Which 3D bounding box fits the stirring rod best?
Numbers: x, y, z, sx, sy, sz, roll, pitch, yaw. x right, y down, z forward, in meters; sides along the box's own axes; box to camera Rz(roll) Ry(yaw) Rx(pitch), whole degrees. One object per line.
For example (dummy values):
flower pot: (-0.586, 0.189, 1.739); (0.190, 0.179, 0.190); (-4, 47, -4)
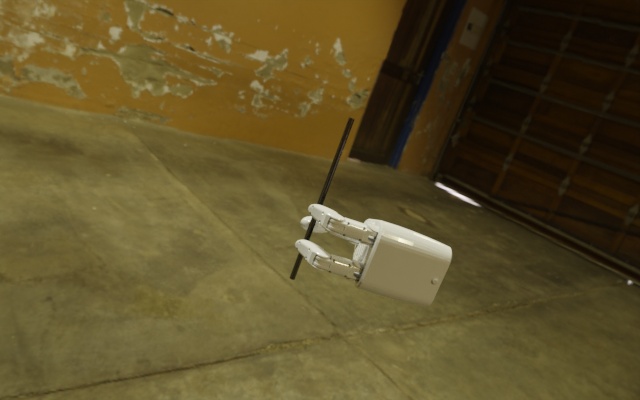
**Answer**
stirring rod: (0.000, 0.002, 0.653); (0.011, 0.239, 0.011); (19, 14, -5)
